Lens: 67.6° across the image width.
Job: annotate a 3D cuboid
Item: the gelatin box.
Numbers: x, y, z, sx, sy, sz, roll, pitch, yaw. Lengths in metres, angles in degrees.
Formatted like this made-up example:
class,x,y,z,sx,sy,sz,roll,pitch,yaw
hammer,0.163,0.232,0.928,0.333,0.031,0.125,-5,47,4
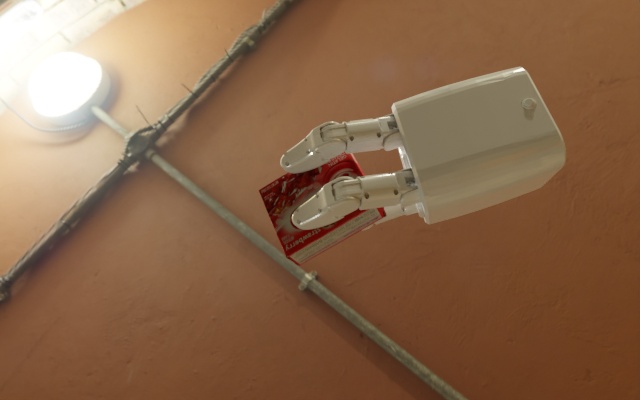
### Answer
class,x,y,z,sx,sy,sz,roll,pitch,yaw
gelatin box,0.000,0.002,0.407,0.089,0.073,0.030,-31,-32,7
